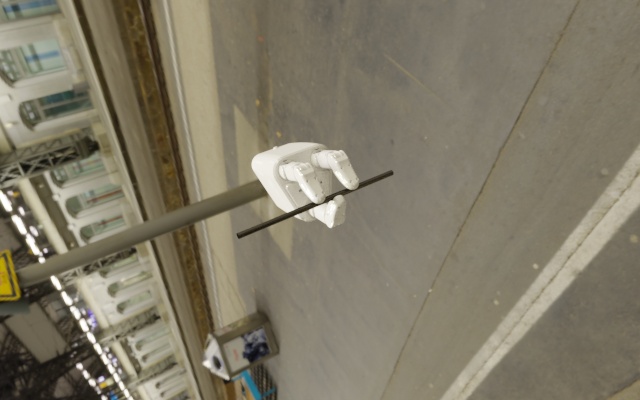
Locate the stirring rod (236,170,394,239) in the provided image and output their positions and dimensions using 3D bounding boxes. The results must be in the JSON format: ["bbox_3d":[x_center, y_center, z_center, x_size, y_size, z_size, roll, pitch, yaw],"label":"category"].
[{"bbox_3d":[0.000,0.002,0.637,0.239,0.011,0.011,-22,9,-23],"label":"stirring rod"}]
